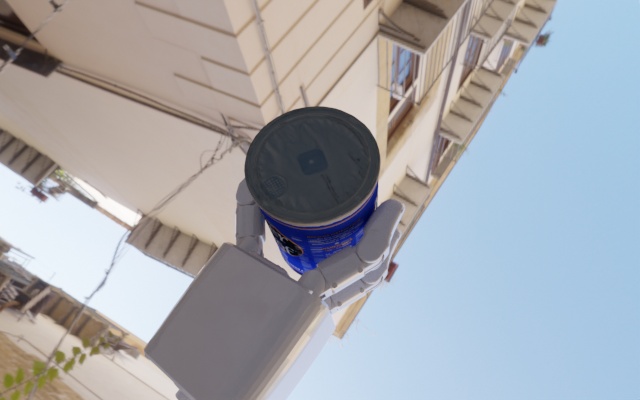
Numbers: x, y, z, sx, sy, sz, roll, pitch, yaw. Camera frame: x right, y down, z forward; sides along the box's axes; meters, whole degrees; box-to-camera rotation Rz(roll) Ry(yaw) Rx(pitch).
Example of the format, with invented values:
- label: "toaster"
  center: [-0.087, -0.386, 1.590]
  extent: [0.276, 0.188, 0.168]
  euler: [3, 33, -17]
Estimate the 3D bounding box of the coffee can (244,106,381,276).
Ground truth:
- label: "coffee can"
  center: [0.000, 0.001, 0.417]
  extent: [0.103, 0.102, 0.140]
  euler: [0, -26, 6]
